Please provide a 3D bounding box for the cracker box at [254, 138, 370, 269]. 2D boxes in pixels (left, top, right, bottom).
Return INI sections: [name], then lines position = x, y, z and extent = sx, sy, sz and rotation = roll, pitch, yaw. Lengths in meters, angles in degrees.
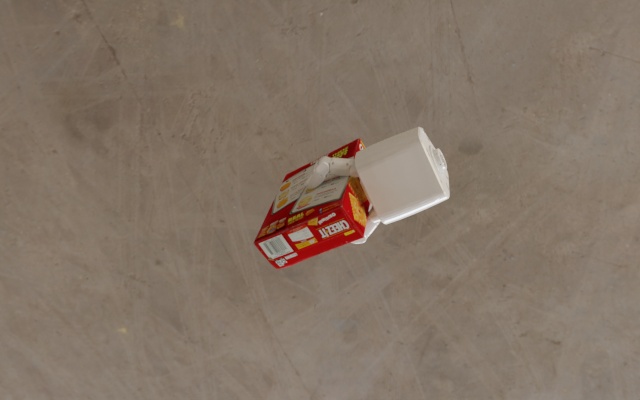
[cracker box]
position = 0.000, 0.003, 0.789
extent = 0.164, 0.072, 0.213
rotation = -24, 25, 25
